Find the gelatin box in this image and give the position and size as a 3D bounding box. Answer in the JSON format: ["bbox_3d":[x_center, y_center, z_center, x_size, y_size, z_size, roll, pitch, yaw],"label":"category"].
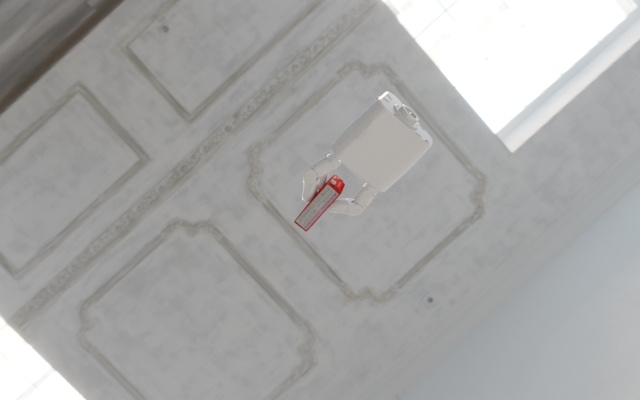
[{"bbox_3d":[0.000,0.003,0.781,0.030,0.089,0.073,40,16,-1],"label":"gelatin box"}]
